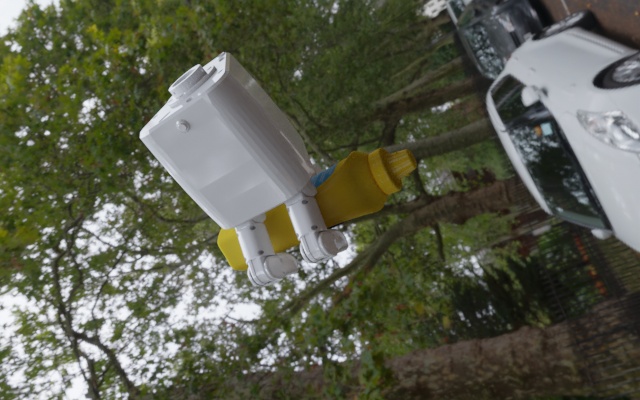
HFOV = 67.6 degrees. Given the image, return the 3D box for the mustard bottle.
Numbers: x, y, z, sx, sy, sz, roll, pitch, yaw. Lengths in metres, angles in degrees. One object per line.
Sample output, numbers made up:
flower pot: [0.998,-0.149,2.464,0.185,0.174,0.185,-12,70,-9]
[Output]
mustard bottle: [0.000,0.002,0.449,0.192,0.058,0.096,-27,5,23]
